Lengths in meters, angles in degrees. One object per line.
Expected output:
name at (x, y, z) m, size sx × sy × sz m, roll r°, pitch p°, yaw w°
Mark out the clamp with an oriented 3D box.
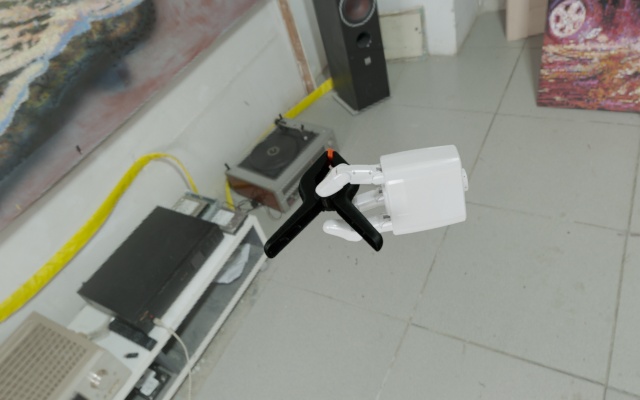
clamp at (0.000, 0.001, 0.707) m, size 0.164 × 0.209 × 0.036 m, roll -9°, pitch -46°, yaw 7°
